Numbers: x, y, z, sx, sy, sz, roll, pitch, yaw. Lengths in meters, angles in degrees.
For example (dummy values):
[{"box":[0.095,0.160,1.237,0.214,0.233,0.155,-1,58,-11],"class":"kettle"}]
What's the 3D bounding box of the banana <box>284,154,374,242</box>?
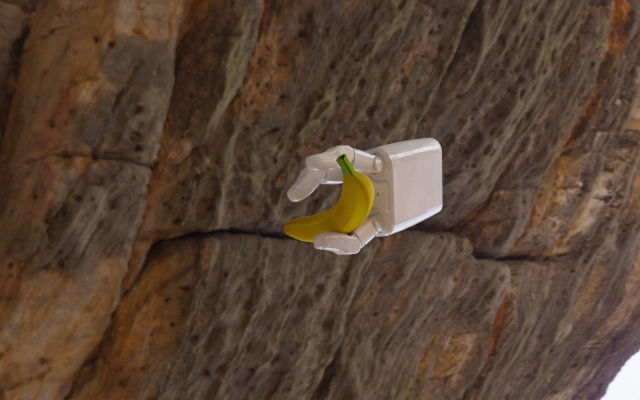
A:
[{"box":[0.014,0.014,0.580,0.037,0.069,0.198,-40,-6,-36],"class":"banana"}]
